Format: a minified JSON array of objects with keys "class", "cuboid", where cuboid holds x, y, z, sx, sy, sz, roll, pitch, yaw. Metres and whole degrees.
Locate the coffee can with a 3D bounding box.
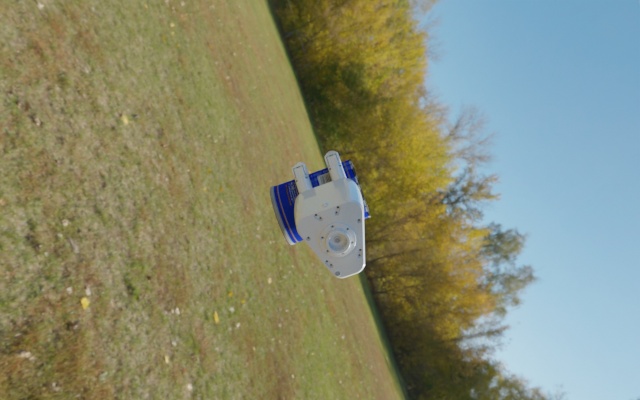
[{"class":"coffee can","cuboid":[0.000,0.003,0.787,0.140,0.103,0.103,-19,-2,4]}]
